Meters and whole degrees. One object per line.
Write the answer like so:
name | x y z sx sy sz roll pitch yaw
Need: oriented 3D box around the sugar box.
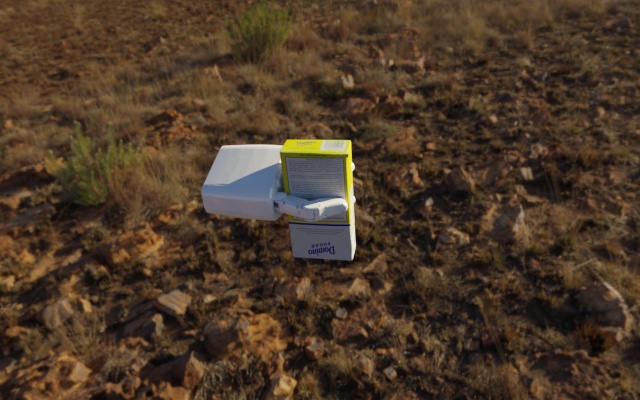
sugar box | 0.000 0.002 0.679 0.093 0.176 0.048 3 34 11
